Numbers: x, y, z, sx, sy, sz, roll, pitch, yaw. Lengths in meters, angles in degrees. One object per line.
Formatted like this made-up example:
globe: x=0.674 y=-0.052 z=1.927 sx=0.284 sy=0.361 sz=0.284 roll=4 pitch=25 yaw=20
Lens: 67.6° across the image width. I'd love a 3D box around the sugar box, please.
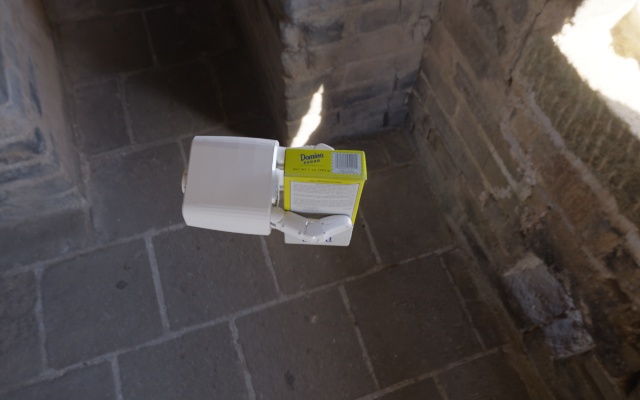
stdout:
sugar box: x=0.000 y=0.001 z=0.605 sx=0.093 sy=0.048 sz=0.176 roll=3 pitch=-27 yaw=-3
